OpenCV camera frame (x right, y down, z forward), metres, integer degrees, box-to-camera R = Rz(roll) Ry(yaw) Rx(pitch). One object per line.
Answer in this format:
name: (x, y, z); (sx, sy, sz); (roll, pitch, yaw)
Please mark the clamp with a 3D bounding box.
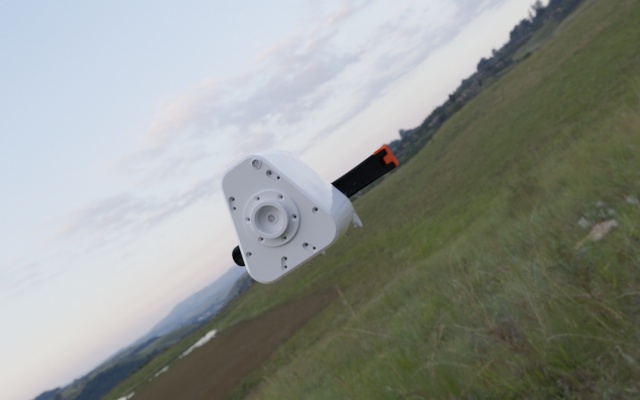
clamp: (0.000, 0.001, 0.585); (0.210, 0.036, 0.164); (-34, 1, 11)
